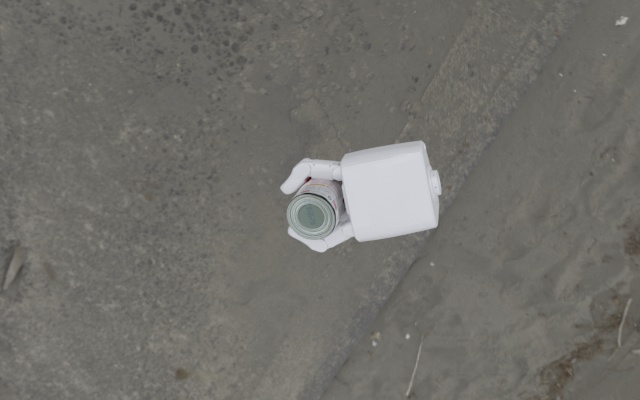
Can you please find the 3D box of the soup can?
[{"bbox_3d":[0.000,0.002,0.650,0.068,0.068,0.102,0,23,16],"label":"soup can"}]
